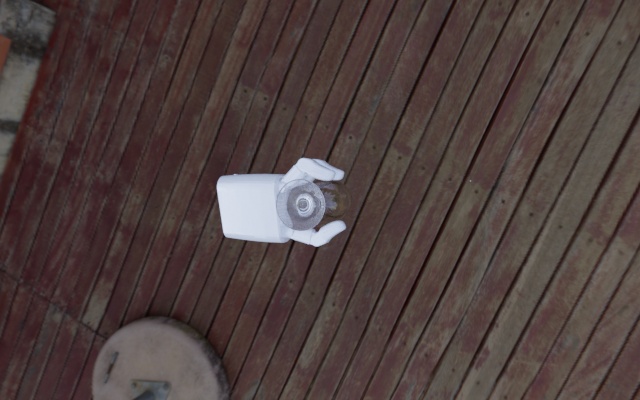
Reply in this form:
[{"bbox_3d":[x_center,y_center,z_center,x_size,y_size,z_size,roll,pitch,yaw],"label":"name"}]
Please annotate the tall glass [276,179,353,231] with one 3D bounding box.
[{"bbox_3d":[0.000,0.003,0.773,0.079,0.079,0.201,0,2,18],"label":"tall glass"}]
